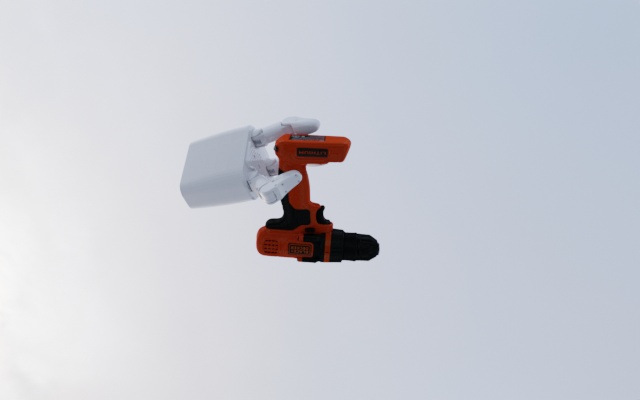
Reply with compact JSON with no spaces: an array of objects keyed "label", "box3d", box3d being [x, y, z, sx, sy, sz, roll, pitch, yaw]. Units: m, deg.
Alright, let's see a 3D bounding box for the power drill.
[{"label":"power drill","box3d":[0.000,0.002,0.688,0.184,0.188,0.057,3,18,-1]}]
